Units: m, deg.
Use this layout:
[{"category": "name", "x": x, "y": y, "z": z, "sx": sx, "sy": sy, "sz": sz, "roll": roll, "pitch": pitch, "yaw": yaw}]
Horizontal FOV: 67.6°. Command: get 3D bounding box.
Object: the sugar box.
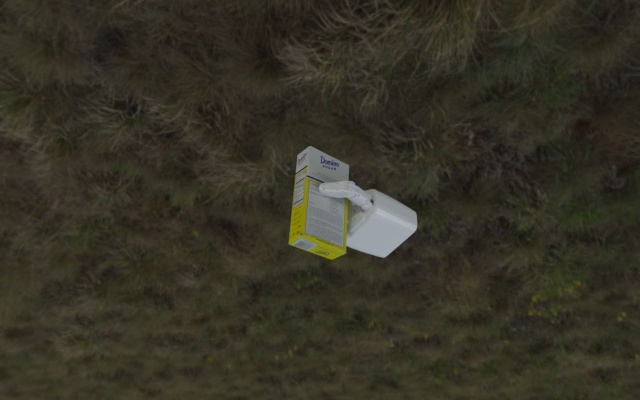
[{"category": "sugar box", "x": 0.000, "y": 0.003, "z": 0.817, "sx": 0.093, "sy": 0.176, "sz": 0.048, "roll": 24, "pitch": -38, "yaw": -30}]
